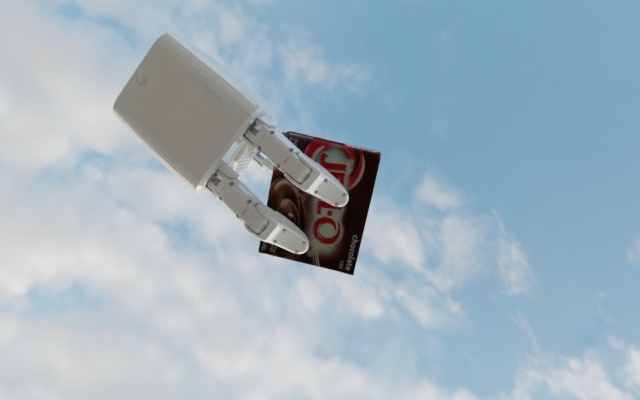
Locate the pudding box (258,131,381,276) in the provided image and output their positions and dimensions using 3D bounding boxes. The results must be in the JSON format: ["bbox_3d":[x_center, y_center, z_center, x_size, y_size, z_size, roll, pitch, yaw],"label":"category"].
[{"bbox_3d":[0.000,0.001,0.432,0.090,0.113,0.039,13,11,8],"label":"pudding box"}]
